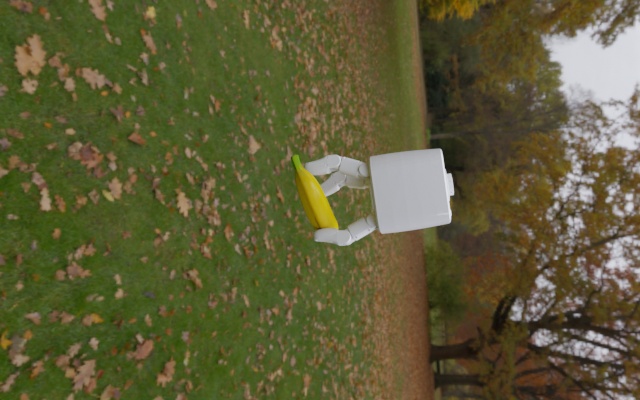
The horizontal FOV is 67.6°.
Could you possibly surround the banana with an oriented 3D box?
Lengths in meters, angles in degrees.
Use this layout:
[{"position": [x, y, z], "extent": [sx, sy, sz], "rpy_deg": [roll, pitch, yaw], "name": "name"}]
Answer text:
[{"position": [0.000, 0.015, 0.746], "extent": [0.037, 0.069, 0.198], "rpy_deg": [-12, -41, 10], "name": "banana"}]
